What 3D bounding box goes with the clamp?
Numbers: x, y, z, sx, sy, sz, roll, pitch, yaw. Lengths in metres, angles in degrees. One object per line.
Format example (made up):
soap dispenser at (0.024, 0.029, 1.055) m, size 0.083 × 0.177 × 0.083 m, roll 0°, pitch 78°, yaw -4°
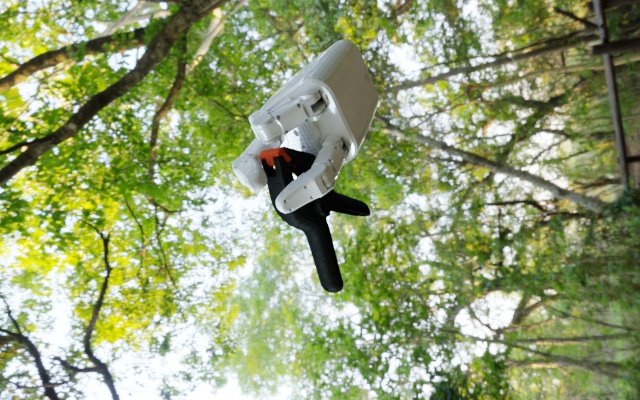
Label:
clamp at (-0.001, 0.002, 0.512) m, size 0.039 × 0.171 × 0.120 m, roll -8°, pitch 36°, yaw 32°
